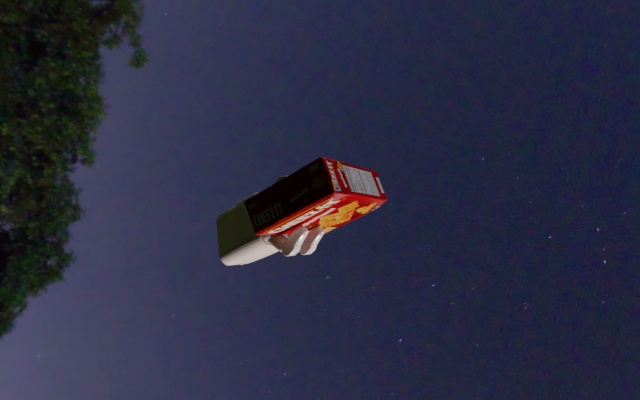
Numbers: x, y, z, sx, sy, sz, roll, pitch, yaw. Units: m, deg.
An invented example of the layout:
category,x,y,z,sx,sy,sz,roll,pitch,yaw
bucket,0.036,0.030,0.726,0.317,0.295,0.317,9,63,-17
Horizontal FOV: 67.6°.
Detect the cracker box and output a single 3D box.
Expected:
category,x,y,z,sx,sy,sz,roll,pitch,yaw
cracker box,0.000,0.003,0.836,0.164,0.072,0.214,-29,-16,25
